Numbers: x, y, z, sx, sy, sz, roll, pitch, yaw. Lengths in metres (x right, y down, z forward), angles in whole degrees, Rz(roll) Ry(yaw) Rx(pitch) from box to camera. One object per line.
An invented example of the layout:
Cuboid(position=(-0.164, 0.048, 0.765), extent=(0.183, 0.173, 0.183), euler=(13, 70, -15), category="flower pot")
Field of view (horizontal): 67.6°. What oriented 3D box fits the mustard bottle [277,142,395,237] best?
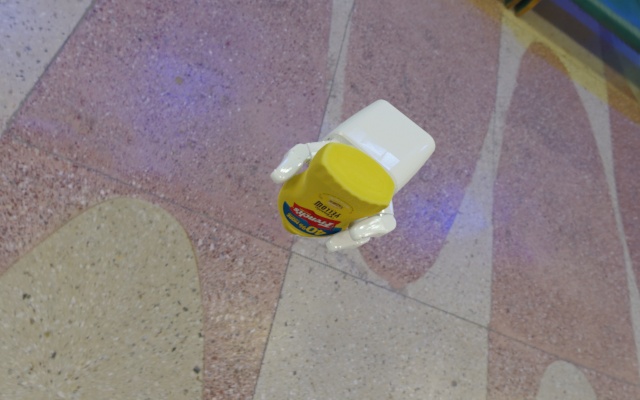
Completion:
Cuboid(position=(0.000, 0.002, 0.590), extent=(0.096, 0.058, 0.192), euler=(30, -31, -16), category="mustard bottle")
